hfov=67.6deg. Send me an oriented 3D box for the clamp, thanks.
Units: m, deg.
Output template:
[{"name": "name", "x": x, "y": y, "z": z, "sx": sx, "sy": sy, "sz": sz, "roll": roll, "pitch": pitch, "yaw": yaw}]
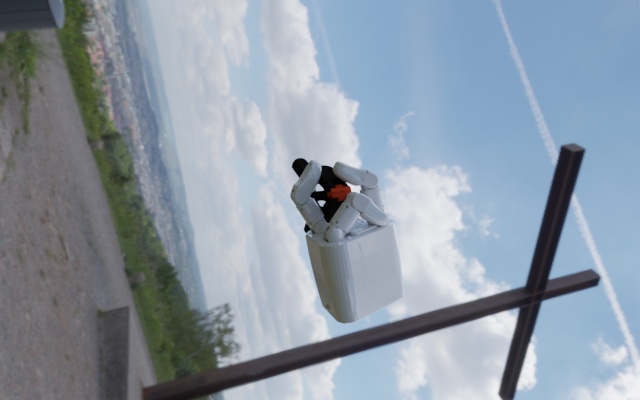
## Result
[{"name": "clamp", "x": 0.001, "y": 0.002, "z": 0.673, "sx": 0.039, "sy": 0.120, "sz": 0.171, "roll": -17, "pitch": 12, "yaw": -15}]
